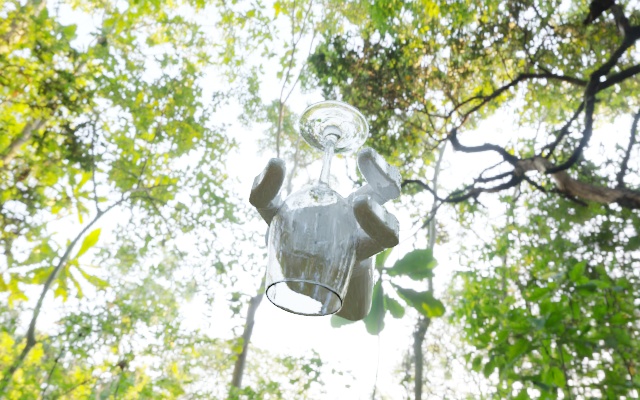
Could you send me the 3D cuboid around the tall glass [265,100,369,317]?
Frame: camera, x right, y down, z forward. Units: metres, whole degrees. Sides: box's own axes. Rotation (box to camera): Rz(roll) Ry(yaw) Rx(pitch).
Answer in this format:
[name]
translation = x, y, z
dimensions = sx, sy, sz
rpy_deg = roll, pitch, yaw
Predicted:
[tall glass]
translation = 0.000, 0.001, 0.437
dimensions = 0.079, 0.201, 0.079
rpy_deg = 6, -39, 5
